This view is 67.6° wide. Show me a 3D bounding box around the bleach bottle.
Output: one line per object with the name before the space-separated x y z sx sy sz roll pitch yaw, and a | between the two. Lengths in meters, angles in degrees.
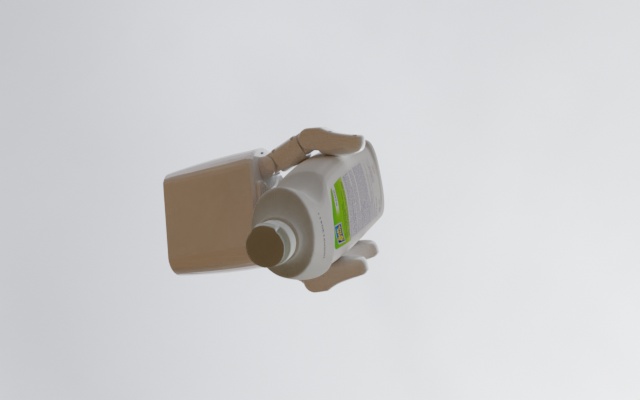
bleach bottle | 0.000 0.001 0.430 0.068 0.102 0.251 -11 6 20
